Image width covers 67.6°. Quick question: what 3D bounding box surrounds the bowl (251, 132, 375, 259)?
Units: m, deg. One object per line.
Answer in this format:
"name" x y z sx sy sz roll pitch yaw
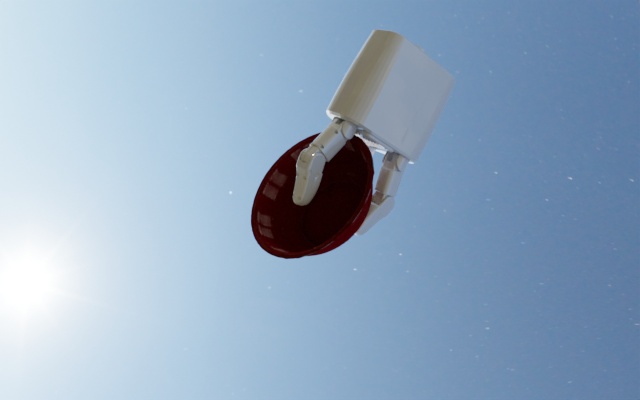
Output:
"bowl" -0.001 0.003 0.540 0.162 0.162 0.055 0 -30 38
